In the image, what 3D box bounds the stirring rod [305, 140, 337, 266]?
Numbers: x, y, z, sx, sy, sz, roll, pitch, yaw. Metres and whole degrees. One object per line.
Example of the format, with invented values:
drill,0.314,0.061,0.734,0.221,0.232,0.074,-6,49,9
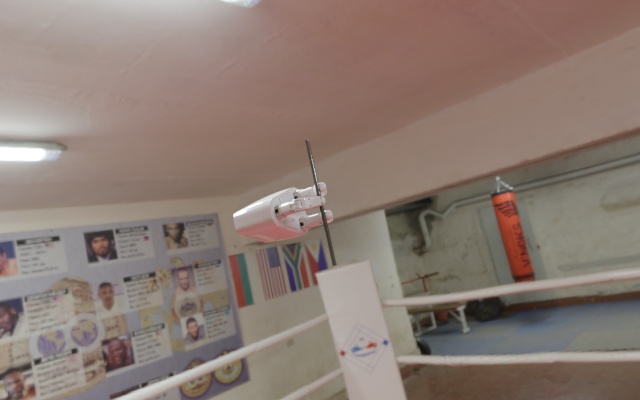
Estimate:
stirring rod,0.000,0.003,0.890,0.011,0.239,0.011,-12,-7,-1
